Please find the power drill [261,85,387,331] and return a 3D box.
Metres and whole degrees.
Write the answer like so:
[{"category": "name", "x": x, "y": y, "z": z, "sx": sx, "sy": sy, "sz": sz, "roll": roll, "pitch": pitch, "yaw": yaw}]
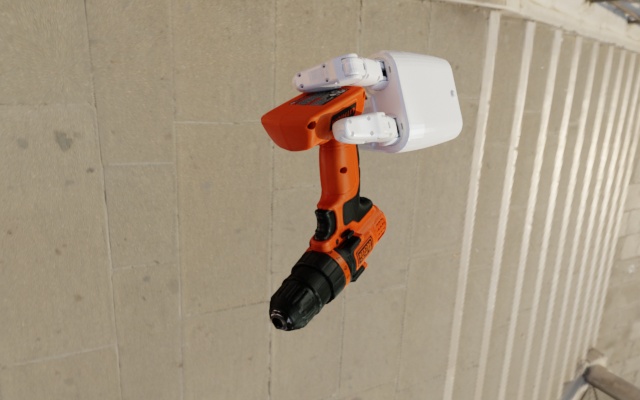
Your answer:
[{"category": "power drill", "x": 0.000, "y": 0.001, "z": 0.438, "sx": 0.057, "sy": 0.188, "sz": 0.184, "roll": 9, "pitch": 33, "yaw": 29}]
